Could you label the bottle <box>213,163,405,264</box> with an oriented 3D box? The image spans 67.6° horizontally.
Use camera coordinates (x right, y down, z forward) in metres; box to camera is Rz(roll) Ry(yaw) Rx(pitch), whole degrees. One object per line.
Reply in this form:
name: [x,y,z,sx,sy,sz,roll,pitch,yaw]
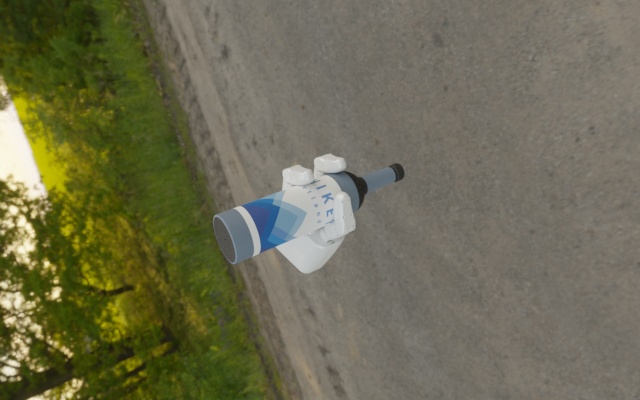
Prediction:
bottle: [0.000,0.002,0.669,0.295,0.069,0.069,-21,10,-28]
